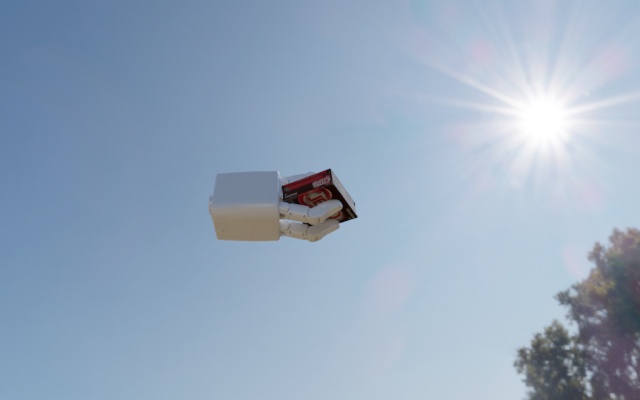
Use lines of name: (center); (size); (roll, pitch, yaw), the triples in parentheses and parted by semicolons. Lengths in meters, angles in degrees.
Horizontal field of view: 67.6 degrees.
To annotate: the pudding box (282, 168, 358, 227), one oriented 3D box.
pudding box: (0.000, 0.002, 0.796); (0.090, 0.039, 0.113); (-19, -36, 17)
